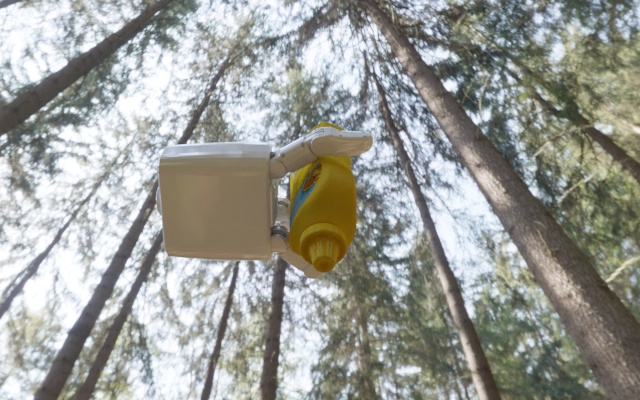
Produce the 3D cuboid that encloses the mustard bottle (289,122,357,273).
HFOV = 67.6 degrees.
[{"bbox_3d":[0.000,0.001,0.472,0.058,0.096,0.191,21,29,-14],"label":"mustard bottle"}]
